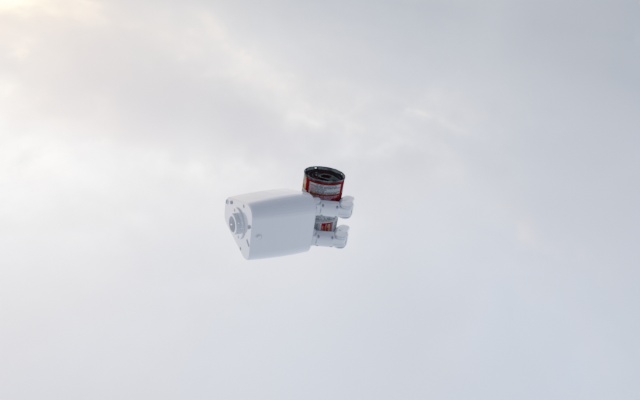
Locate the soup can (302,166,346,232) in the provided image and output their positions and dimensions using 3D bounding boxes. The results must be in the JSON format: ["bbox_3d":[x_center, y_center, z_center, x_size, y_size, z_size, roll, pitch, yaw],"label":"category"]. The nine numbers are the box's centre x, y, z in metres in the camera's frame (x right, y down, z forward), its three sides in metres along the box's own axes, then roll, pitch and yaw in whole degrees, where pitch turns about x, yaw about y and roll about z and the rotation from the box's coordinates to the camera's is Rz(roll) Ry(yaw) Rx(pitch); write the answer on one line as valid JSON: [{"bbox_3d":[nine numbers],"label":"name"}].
[{"bbox_3d":[0.000,0.003,0.784,0.068,0.102,0.068,7,23,-3],"label":"soup can"}]
